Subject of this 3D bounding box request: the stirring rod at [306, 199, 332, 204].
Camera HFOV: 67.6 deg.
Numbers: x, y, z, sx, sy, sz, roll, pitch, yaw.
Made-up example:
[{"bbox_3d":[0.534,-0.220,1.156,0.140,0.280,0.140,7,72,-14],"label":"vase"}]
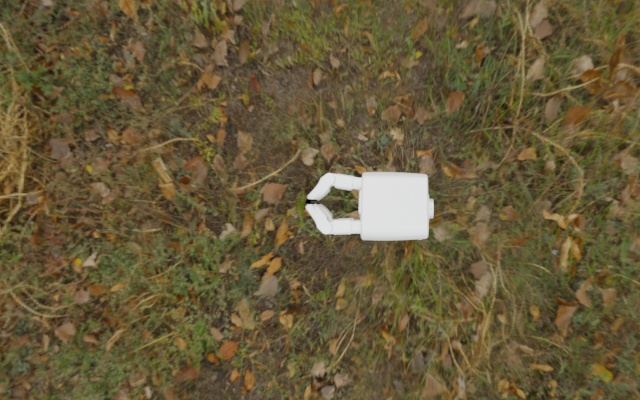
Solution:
[{"bbox_3d":[0.000,0.003,0.848,0.011,0.011,0.239,0,0,9],"label":"stirring rod"}]
